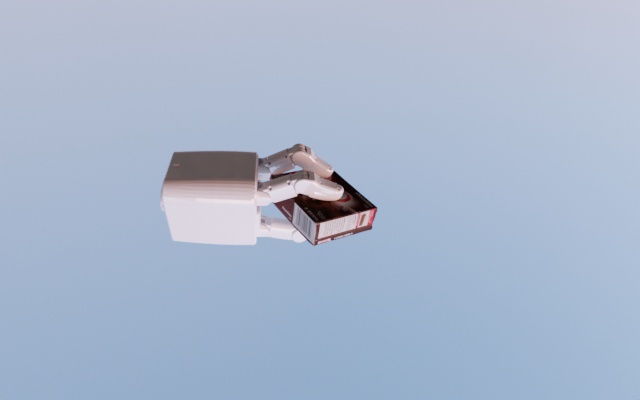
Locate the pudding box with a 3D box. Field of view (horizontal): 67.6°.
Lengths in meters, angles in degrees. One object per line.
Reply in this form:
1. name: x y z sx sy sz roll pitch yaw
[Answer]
1. pudding box: 0.000 0.002 0.590 0.090 0.039 0.113 -14 42 -31
